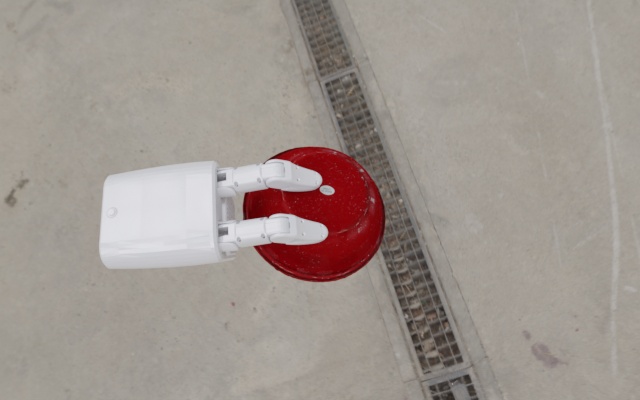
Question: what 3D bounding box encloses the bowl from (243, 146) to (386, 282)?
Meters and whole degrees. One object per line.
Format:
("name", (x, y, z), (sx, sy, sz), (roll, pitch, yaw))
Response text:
("bowl", (0.001, 0.001, 0.506), (0.162, 0.162, 0.055), (0, -23, -13))
